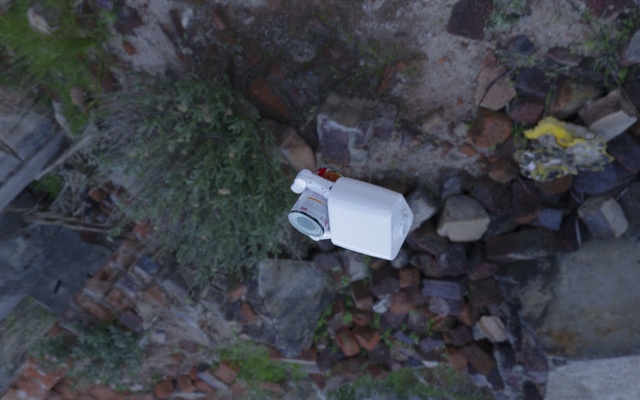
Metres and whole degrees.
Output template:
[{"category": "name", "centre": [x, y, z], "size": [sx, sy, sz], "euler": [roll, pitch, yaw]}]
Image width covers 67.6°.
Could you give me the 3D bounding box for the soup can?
[{"category": "soup can", "centre": [0.000, 0.003, 0.793], "size": [0.068, 0.102, 0.068], "euler": [24, -29, 15]}]
